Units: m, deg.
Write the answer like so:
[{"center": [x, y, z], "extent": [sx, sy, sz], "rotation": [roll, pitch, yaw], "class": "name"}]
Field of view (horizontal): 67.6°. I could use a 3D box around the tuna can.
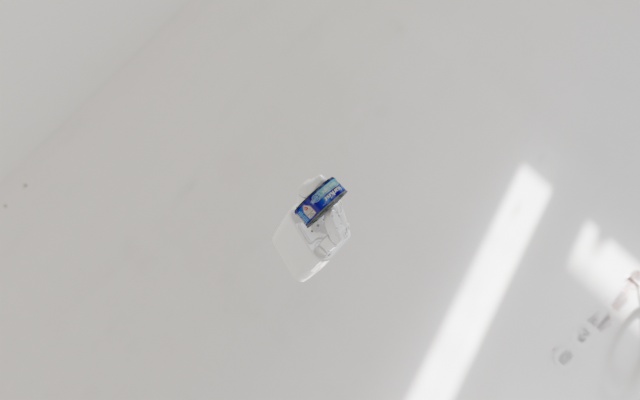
[{"center": [0.000, 0.002, 0.749], "extent": [0.086, 0.034, 0.086], "rotation": [-42, -4, -4], "class": "tuna can"}]
